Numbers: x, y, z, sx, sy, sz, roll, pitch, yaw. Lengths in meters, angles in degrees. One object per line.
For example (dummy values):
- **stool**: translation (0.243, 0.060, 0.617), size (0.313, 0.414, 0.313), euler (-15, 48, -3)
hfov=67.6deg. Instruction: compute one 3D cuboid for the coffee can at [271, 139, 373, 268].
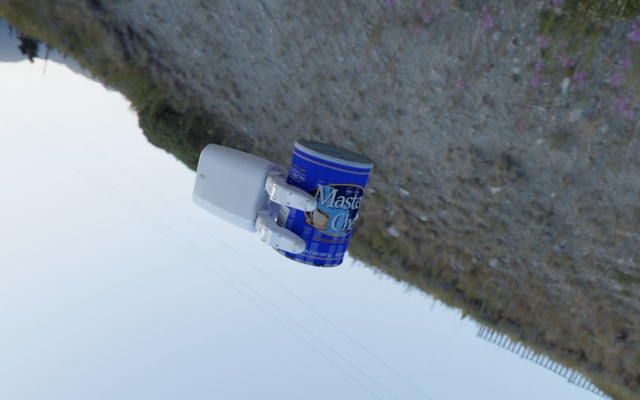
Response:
- **coffee can**: translation (0.000, 0.002, 0.624), size (0.103, 0.140, 0.102), euler (15, 14, -4)
